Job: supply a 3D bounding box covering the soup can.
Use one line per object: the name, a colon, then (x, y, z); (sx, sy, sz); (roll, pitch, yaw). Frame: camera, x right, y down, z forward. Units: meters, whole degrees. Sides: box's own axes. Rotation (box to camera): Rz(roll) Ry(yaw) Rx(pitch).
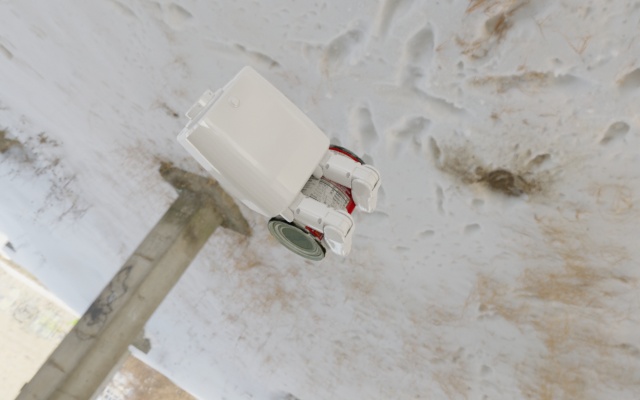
soup can: (0.000, 0.002, 0.489); (0.068, 0.102, 0.068); (26, -26, 14)
